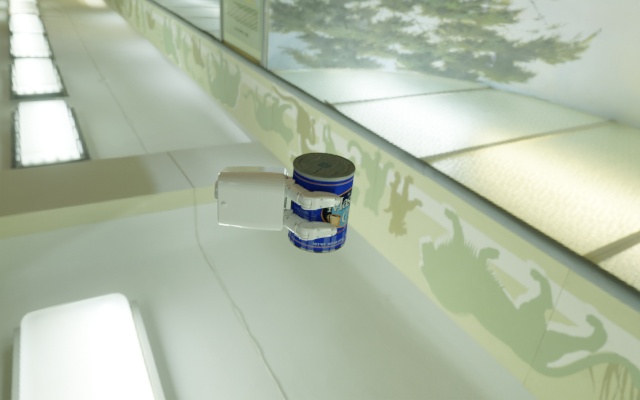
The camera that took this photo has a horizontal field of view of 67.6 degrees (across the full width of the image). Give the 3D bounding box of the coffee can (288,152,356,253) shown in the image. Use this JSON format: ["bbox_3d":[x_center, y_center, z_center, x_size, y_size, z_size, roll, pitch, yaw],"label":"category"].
[{"bbox_3d":[0.000,0.002,0.806,0.103,0.140,0.102,5,28,-2],"label":"coffee can"}]
